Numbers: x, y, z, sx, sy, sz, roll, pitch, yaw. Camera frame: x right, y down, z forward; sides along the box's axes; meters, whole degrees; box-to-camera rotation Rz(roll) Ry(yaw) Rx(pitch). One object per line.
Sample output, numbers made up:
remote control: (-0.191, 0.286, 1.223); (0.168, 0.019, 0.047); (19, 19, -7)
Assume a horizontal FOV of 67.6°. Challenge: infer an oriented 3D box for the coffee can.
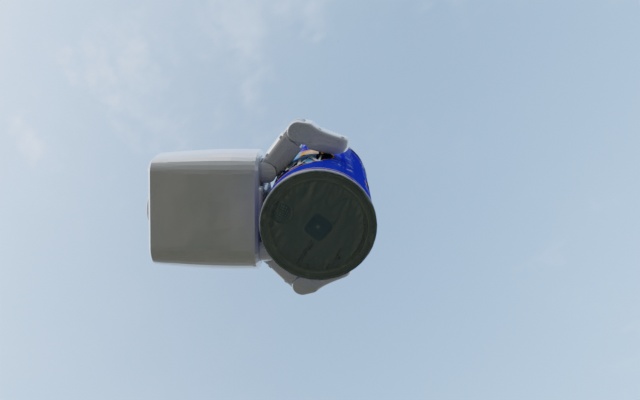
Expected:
coffee can: (0.000, 0.002, 0.478); (0.103, 0.103, 0.140); (0, 18, 2)
